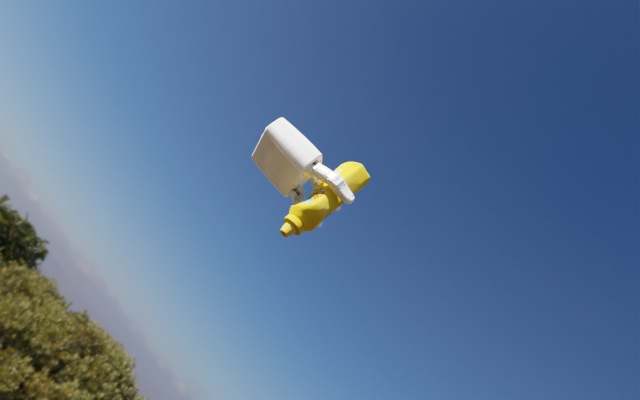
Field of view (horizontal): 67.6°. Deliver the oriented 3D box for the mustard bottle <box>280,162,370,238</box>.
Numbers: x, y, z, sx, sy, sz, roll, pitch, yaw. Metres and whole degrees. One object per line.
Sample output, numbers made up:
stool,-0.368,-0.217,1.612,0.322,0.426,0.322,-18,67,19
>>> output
mustard bottle,0.001,0.003,0.883,0.191,0.058,0.096,-40,15,-26
